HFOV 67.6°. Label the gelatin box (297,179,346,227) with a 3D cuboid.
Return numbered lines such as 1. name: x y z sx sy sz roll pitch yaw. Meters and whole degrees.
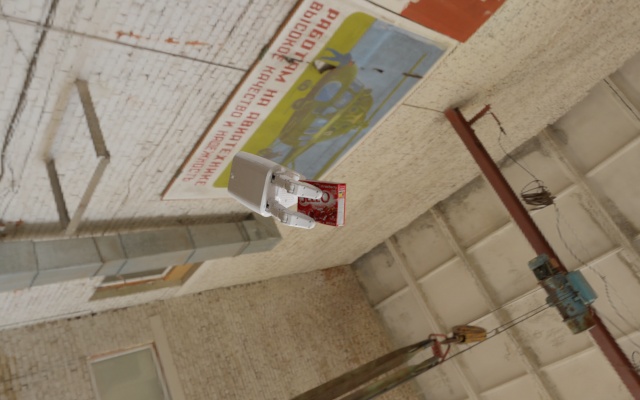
1. gelatin box: 0.001 0.003 0.831 0.089 0.073 0.030 8 9 35
